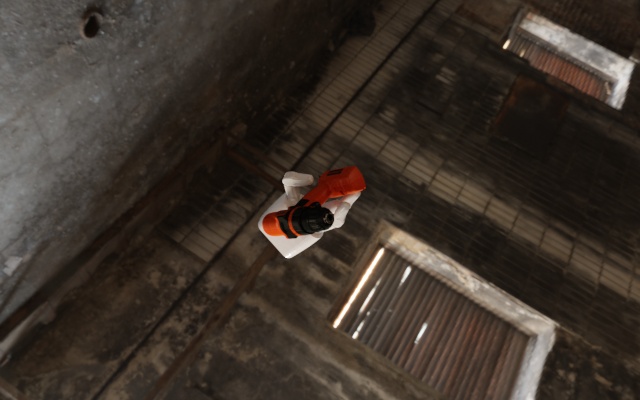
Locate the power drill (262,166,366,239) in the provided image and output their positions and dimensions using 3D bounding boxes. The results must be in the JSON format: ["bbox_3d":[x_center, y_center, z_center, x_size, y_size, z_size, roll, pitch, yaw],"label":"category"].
[{"bbox_3d":[0.000,0.003,0.892,0.184,0.057,0.187,-7,24,49],"label":"power drill"}]
